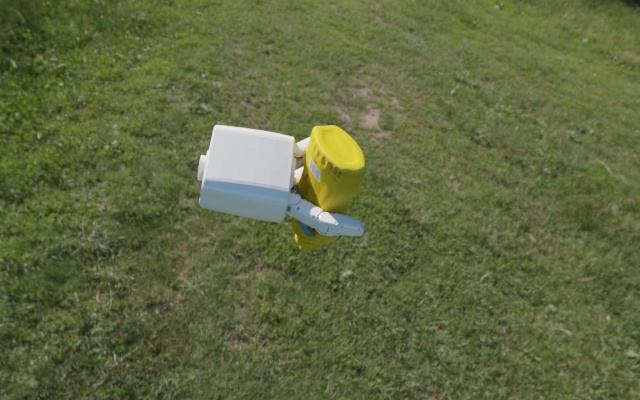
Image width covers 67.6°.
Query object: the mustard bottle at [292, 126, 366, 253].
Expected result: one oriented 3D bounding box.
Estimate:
[{"bbox_3d":[0.000,0.002,0.642,0.058,0.192,0.096,-8,47,-28],"label":"mustard bottle"}]
